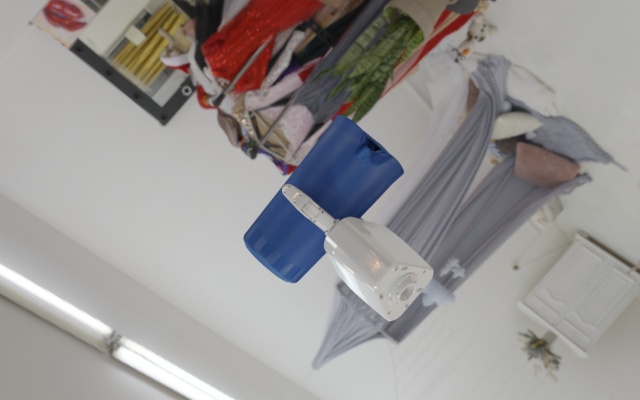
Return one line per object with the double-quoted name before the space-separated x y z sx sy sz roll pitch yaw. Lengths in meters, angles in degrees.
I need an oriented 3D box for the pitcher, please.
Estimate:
"pitcher" 0.000 0.002 0.727 0.145 0.243 0.149 40 -1 42
